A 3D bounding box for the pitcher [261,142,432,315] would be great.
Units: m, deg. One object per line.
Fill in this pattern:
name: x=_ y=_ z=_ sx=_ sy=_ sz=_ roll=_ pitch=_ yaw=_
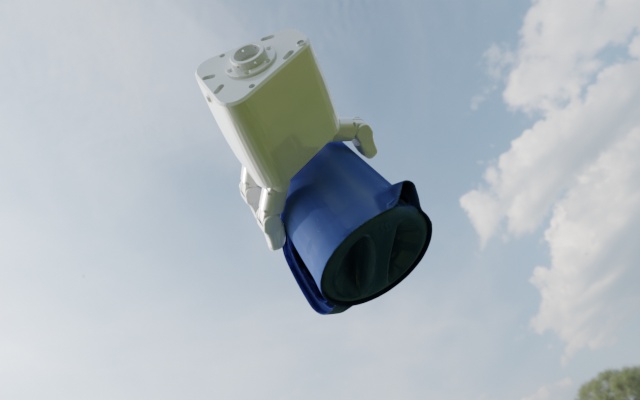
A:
pitcher: x=0.000 y=0.002 z=0.558 sx=0.149 sy=0.145 sz=0.242 roll=-32 pitch=48 yaw=-7
